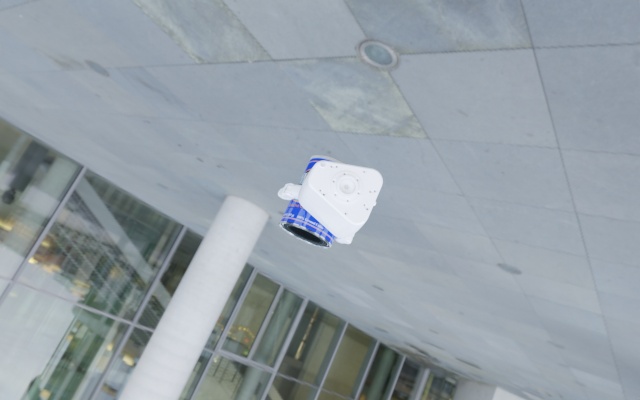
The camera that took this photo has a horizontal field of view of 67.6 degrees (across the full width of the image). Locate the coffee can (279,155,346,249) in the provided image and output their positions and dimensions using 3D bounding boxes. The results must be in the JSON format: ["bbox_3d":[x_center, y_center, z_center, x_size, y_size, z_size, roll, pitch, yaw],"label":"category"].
[{"bbox_3d":[0.000,0.003,0.870,0.103,0.140,0.103,23,-16,7],"label":"coffee can"}]
